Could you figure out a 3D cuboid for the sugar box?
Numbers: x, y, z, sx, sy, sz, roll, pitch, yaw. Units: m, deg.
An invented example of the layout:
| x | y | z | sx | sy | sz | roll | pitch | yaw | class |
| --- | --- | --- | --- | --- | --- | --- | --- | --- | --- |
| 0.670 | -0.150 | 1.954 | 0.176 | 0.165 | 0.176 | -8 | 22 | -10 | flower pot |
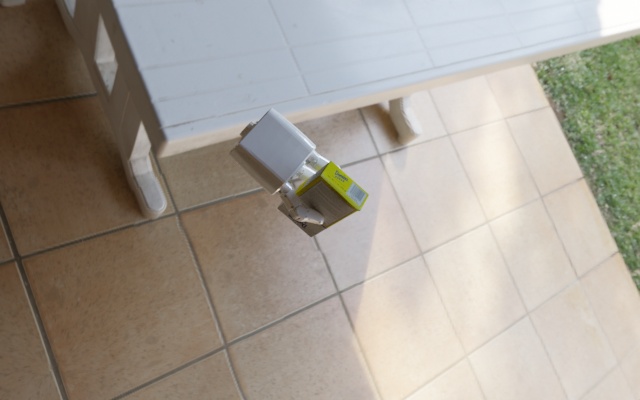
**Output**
| x | y | z | sx | sy | sz | roll | pitch | yaw | class |
| --- | --- | --- | --- | --- | --- | --- | --- | --- | --- |
| 0.000 | 0.002 | 0.867 | 0.093 | 0.048 | 0.176 | 42 | -32 | -11 | sugar box |
